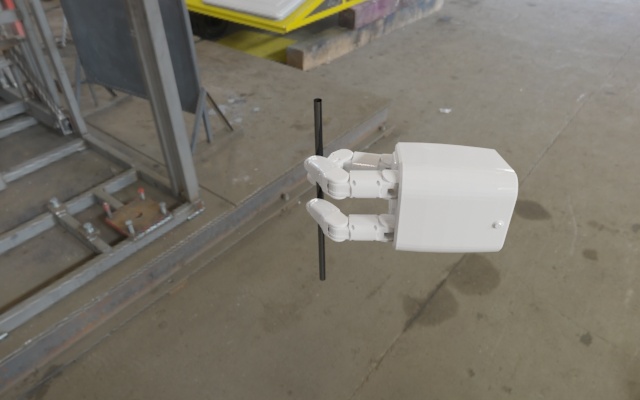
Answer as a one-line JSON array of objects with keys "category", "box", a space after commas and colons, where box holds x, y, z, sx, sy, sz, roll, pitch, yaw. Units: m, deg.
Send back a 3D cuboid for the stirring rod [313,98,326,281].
[{"category": "stirring rod", "box": [0.000, 0.002, 0.517, 0.011, 0.240, 0.011, -1, 38, 1]}]
